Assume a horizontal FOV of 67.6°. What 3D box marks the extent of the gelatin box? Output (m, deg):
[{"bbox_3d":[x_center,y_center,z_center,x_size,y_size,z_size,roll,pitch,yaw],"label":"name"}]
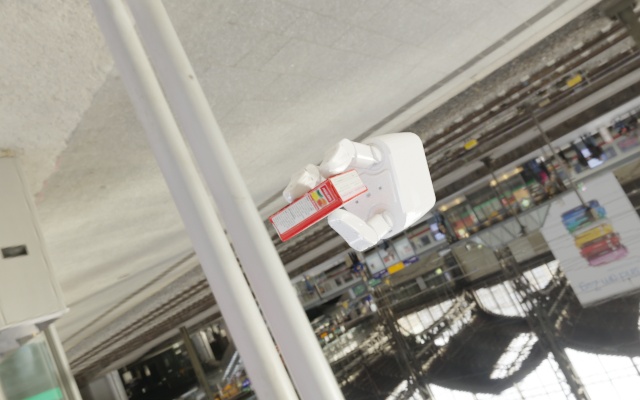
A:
[{"bbox_3d":[0.000,0.002,0.472,0.073,0.030,0.089,-32,-2,23],"label":"gelatin box"}]
